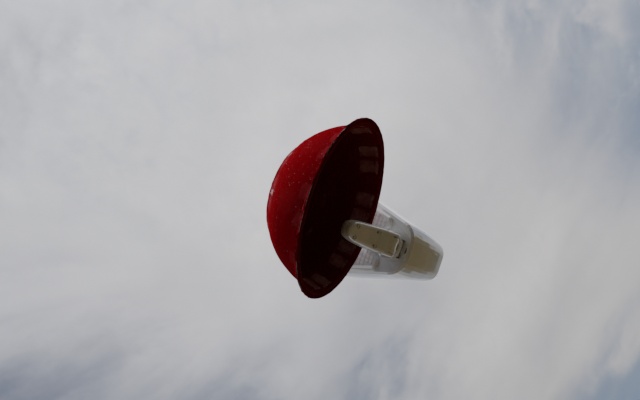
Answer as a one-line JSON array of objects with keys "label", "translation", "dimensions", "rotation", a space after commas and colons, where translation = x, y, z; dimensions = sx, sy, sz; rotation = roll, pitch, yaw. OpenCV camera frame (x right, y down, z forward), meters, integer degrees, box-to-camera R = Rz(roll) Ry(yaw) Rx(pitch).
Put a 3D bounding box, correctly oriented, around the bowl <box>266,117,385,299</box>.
[{"label": "bowl", "translation": [-0.001, 0.001, 0.422], "dimensions": [0.055, 0.162, 0.162], "rotation": [18, 7, 24]}]
